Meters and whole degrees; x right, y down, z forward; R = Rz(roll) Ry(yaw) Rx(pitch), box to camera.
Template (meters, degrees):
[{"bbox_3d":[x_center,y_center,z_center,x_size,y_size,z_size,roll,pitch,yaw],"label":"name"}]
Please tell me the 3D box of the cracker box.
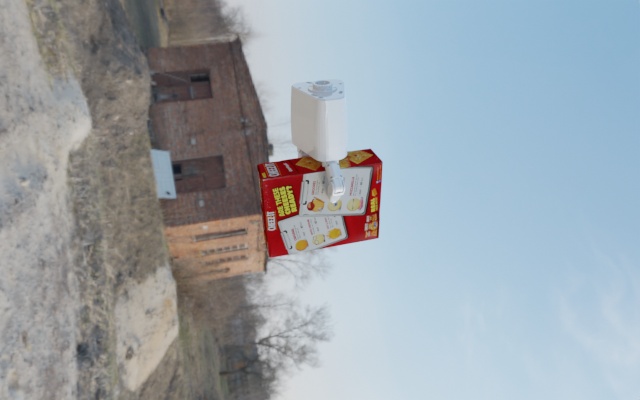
[{"bbox_3d":[0.000,0.003,0.867,0.213,0.164,0.072,-9,31,-12],"label":"cracker box"}]
